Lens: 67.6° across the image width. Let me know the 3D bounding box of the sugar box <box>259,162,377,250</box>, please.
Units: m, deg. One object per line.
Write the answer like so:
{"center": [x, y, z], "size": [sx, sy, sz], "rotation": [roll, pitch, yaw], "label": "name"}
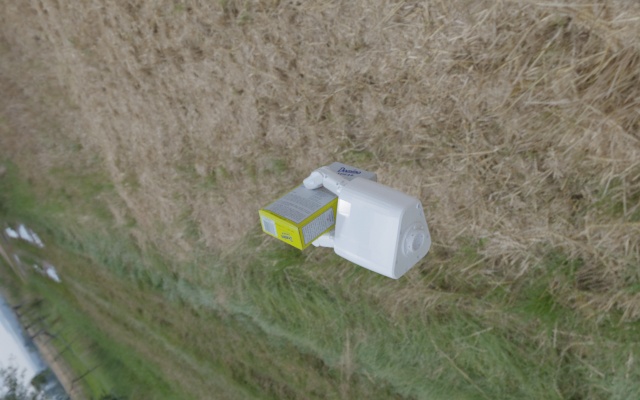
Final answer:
{"center": [0.000, 0.003, 0.745], "size": [0.176, 0.048, 0.093], "rotation": [-31, 37, -35], "label": "sugar box"}
